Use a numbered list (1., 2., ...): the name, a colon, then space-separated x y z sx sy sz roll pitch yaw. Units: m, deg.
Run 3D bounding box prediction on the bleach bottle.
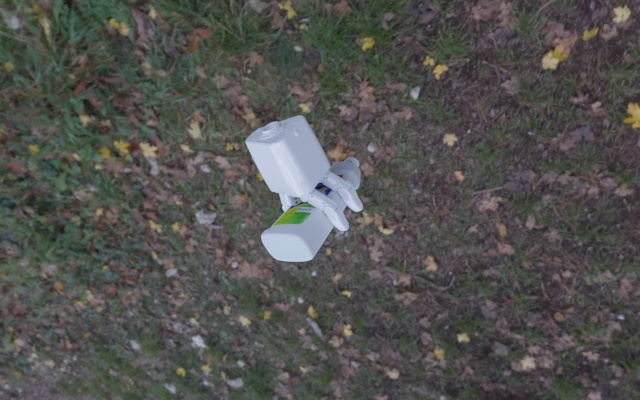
1. bleach bottle: 0.000 0.003 0.881 0.102 0.068 0.250 -4 37 38
